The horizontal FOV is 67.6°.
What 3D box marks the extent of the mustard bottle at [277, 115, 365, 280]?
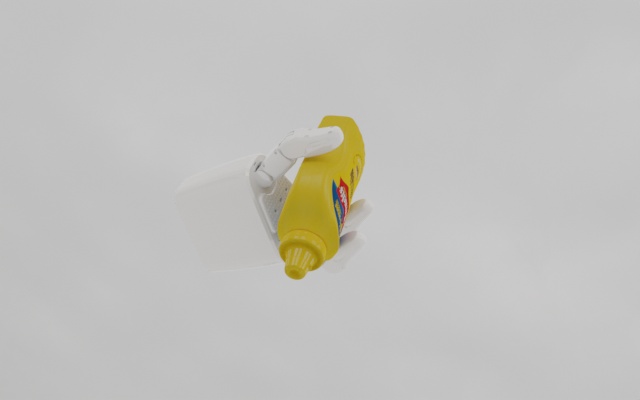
[{"bbox_3d":[0.000,0.001,0.469,0.058,0.096,0.191,7,40,12],"label":"mustard bottle"}]
